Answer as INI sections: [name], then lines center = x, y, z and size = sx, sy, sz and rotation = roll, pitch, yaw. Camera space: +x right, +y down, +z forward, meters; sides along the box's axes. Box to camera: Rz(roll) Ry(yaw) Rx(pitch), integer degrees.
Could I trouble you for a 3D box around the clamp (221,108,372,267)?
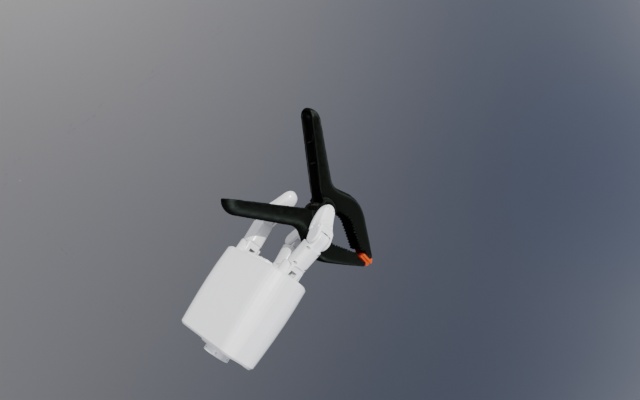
[clamp]
center = 0.001, 0.002, 0.592
size = 0.210, 0.164, 0.036
rotation = 42, -19, -26
